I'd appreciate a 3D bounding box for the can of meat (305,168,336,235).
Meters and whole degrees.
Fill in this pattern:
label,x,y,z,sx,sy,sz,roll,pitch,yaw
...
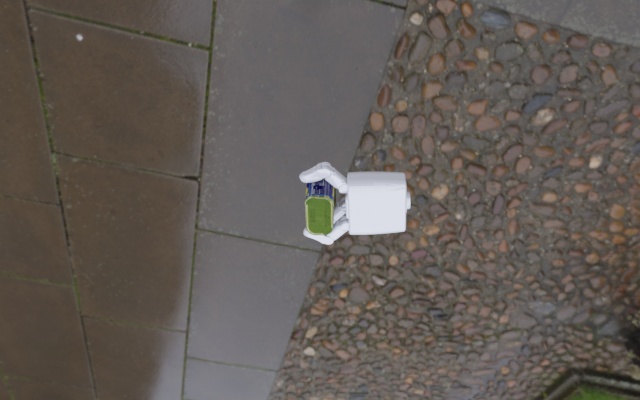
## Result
label,x,y,z,sx,sy,sz,roll,pitch,yaw
can of meat,0.000,0.003,0.895,0.057,0.102,0.083,0,41,3
